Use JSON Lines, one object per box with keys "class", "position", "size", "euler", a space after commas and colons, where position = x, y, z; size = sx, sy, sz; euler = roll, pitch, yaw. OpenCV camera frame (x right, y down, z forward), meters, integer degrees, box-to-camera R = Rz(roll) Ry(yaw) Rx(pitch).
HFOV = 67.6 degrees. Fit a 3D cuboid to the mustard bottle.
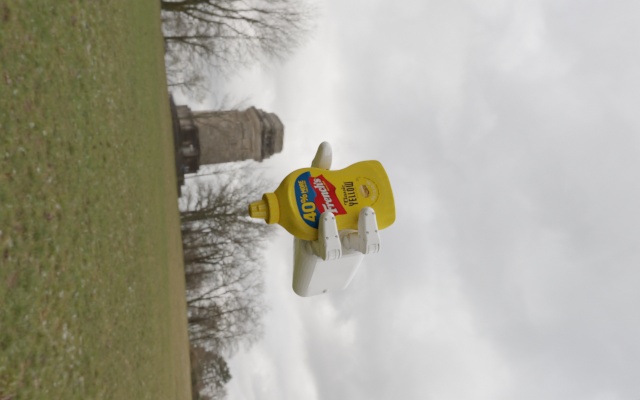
{"class": "mustard bottle", "position": [0.000, 0.002, 0.631], "size": [0.191, 0.096, 0.058], "euler": [-7, -14, -20]}
